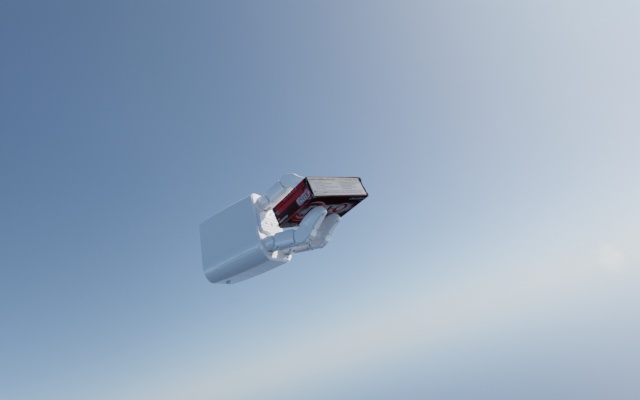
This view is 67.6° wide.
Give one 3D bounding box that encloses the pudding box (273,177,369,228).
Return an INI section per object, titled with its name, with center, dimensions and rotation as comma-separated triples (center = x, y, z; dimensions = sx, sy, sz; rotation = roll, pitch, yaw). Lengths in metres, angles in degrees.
[pudding box]
center = 0.000, 0.002, 0.700
dimensions = 0.113, 0.039, 0.090
rotation = -5, -26, -43
